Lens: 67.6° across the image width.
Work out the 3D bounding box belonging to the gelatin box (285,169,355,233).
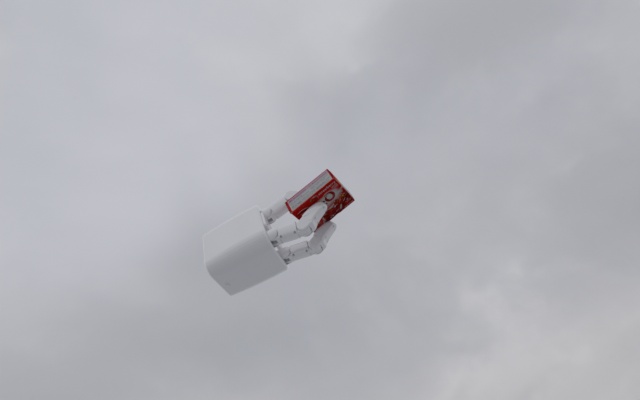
[{"bbox_3d":[0.000,0.002,0.760,0.073,0.089,0.030,44,10,-47],"label":"gelatin box"}]
